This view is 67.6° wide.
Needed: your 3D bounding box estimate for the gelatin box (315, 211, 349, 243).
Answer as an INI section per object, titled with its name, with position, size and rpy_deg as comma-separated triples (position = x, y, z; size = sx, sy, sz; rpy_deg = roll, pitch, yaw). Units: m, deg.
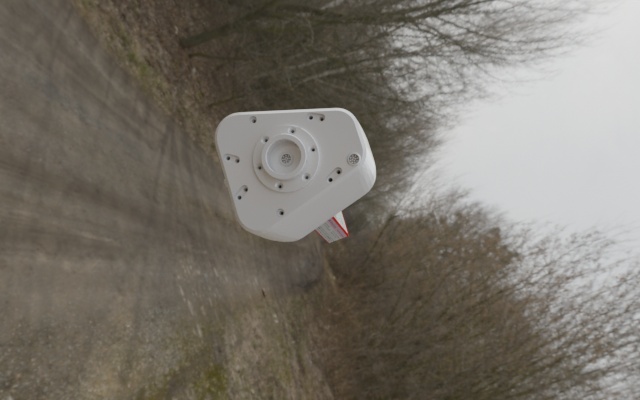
[gelatin box]
position = 0.001, 0.002, 0.535
size = 0.030, 0.073, 0.089
rpy_deg = -21, -21, 9
